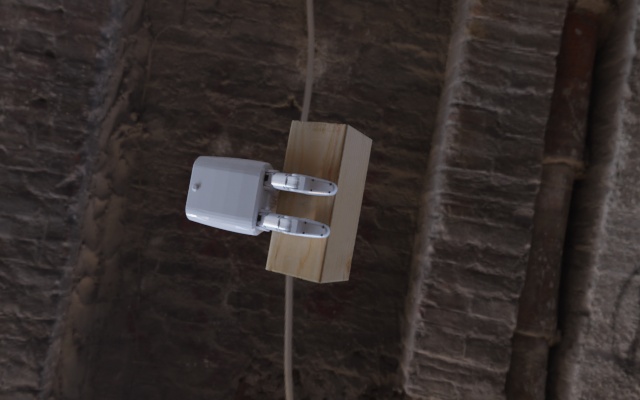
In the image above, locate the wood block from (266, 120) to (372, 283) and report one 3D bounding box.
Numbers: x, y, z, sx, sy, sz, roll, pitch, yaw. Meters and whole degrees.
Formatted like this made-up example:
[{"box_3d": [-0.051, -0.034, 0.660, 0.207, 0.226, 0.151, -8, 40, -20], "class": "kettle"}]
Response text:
[{"box_3d": [0.000, 0.002, 0.666, 0.090, 0.206, 0.091, 9, -2, 27], "class": "wood block"}]
